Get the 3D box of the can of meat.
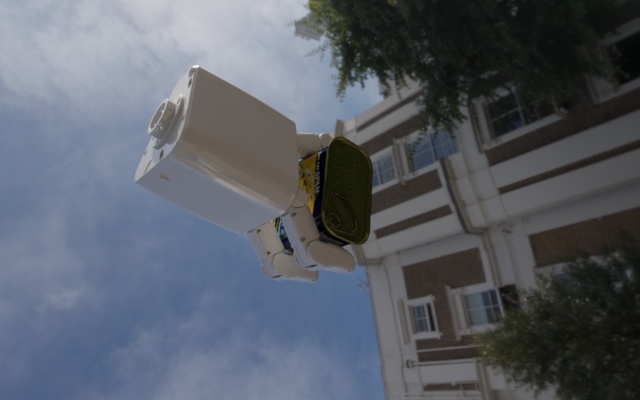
[{"bbox_3d":[0.000,0.002,0.464,0.057,0.102,0.084,25,-33,-34],"label":"can of meat"}]
